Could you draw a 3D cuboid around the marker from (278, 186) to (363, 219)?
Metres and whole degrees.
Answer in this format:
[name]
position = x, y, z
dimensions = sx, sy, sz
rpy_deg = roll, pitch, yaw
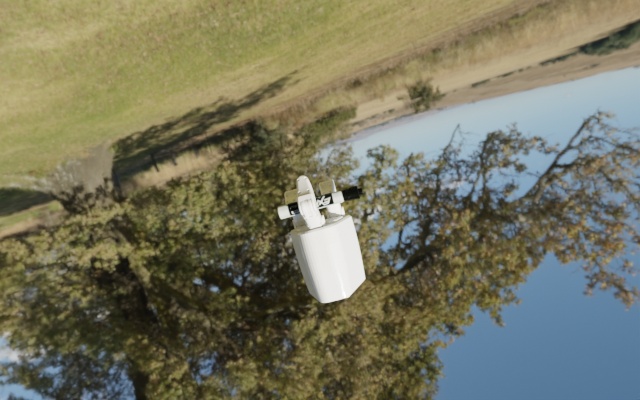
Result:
[marker]
position = 0.000, 0.002, 0.667
dimensions = 0.121, 0.020, 0.020
rpy_deg = -15, -2, 6
